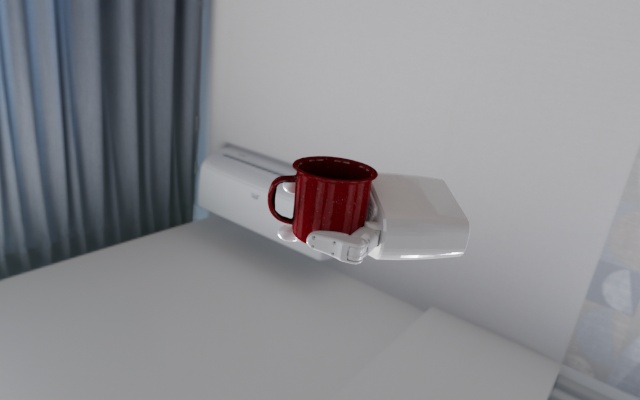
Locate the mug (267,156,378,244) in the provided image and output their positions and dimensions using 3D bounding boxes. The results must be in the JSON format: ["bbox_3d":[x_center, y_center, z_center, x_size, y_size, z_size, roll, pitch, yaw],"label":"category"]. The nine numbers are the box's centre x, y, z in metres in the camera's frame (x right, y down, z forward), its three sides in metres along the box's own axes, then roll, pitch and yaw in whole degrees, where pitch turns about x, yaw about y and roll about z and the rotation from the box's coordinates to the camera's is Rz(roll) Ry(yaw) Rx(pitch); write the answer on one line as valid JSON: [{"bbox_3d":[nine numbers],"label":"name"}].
[{"bbox_3d":[-0.001,0.002,0.527,0.117,0.081,0.093,2,20,-13],"label":"mug"}]
